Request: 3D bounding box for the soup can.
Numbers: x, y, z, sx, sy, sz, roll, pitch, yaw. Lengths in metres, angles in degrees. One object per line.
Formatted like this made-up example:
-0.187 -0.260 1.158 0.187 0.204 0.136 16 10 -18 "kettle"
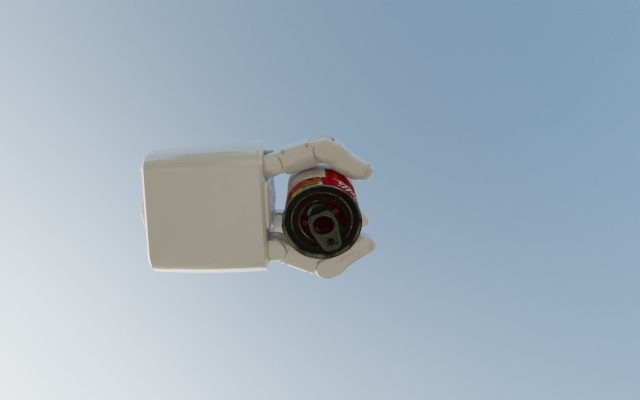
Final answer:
0.001 0.001 0.446 0.068 0.068 0.102 0 21 -1 "soup can"
